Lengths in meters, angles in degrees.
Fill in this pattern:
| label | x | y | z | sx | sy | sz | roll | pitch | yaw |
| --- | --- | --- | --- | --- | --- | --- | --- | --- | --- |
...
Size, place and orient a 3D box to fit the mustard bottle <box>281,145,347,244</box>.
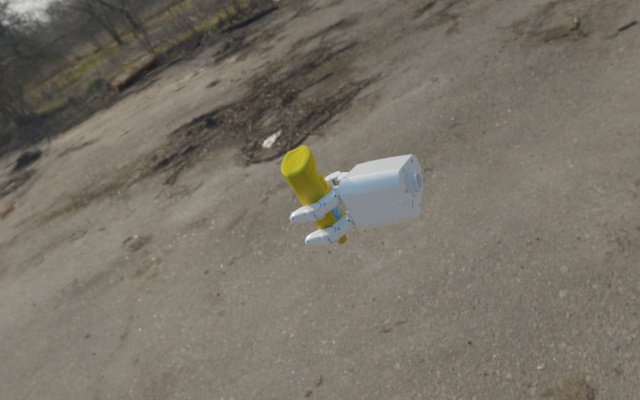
| label | x | y | z | sx | sy | sz | roll | pitch | yaw |
| --- | --- | --- | --- | --- | --- | --- | --- | --- | --- |
| mustard bottle | 0.000 | 0.003 | 0.836 | 0.058 | 0.192 | 0.096 | -25 | 30 | 10 |
